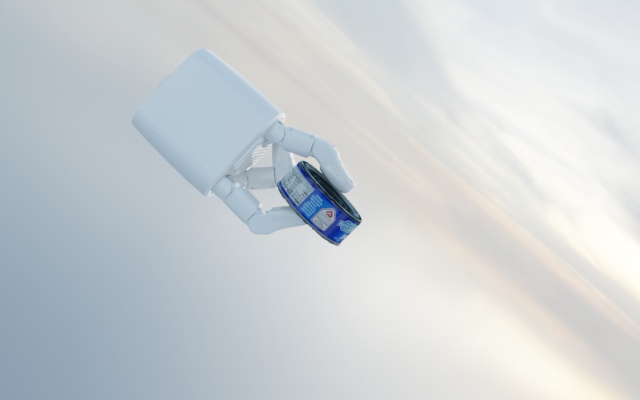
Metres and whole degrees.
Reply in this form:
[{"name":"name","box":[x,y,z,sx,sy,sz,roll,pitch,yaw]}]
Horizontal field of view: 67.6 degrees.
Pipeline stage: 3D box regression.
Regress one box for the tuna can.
[{"name":"tuna can","box":[0.001,0.001,0.462,0.034,0.086,0.086,-45,-9,9]}]
